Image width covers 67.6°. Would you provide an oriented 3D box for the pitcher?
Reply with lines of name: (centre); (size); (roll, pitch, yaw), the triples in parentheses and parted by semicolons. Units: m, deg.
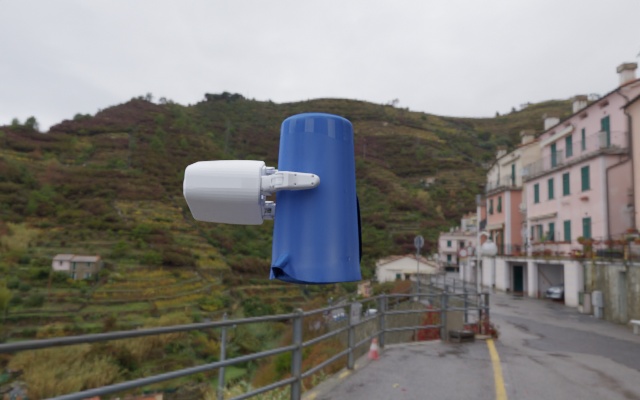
pitcher: (0.000, 0.002, 0.713); (0.145, 0.243, 0.149); (1, -6, -4)
